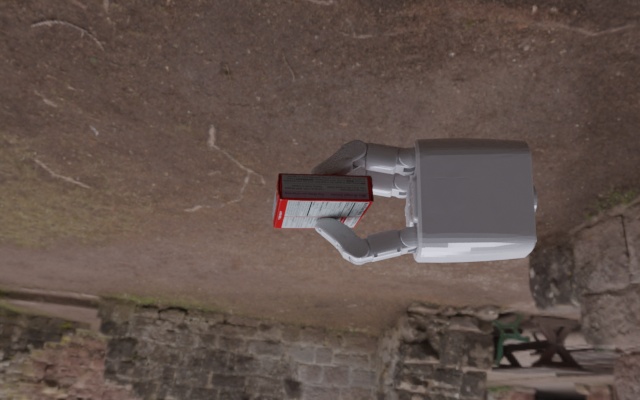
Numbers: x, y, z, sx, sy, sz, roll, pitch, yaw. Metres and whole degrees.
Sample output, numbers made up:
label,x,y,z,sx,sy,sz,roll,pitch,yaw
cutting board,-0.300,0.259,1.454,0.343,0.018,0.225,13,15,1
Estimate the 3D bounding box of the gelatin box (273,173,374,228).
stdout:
label,x,y,z,sx,sy,sz,roll,pitch,yaw
gelatin box,0.000,0.002,0.466,0.089,0.030,0.073,0,-23,-10
